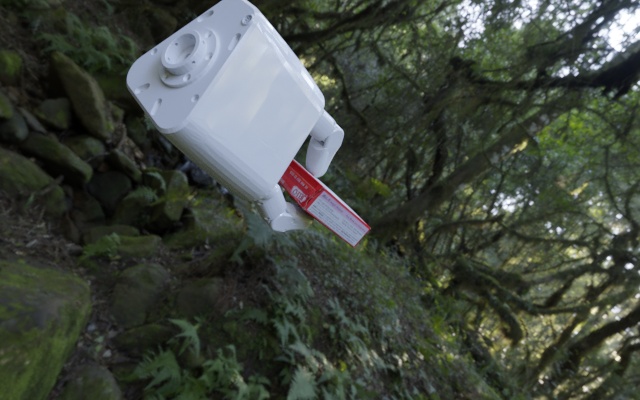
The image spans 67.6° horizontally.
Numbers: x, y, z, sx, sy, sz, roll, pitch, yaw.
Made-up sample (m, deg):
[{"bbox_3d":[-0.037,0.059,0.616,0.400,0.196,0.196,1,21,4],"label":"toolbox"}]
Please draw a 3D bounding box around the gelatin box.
[{"bbox_3d":[0.001,0.001,0.477,0.089,0.030,0.073,38,4,-42],"label":"gelatin box"}]
